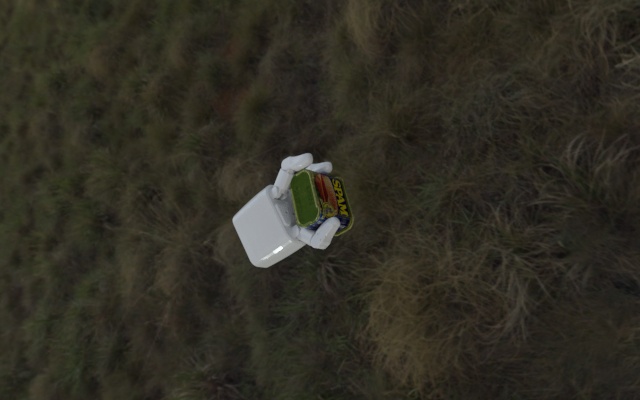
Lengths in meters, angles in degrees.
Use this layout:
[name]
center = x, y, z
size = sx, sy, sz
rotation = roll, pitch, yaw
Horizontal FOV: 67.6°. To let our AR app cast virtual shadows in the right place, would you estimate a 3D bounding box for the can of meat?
[can of meat]
center = 0.000, 0.003, 0.796
size = 0.057, 0.102, 0.084
rotation = -32, -31, 35
